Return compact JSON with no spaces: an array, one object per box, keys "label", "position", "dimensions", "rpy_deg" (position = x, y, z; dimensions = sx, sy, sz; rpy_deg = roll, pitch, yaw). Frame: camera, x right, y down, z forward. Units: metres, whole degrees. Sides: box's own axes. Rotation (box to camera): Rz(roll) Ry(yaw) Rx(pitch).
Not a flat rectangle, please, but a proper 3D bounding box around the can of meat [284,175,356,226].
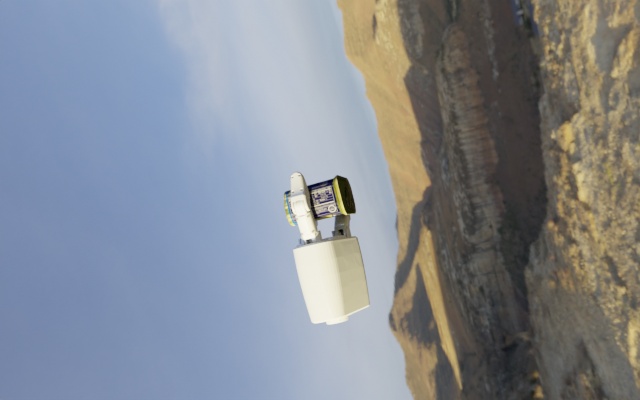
[{"label":"can of meat","position":[0.000,0.002,0.707],"dimensions":[0.084,0.057,0.102],"rpy_deg":[-15,-4,14]}]
